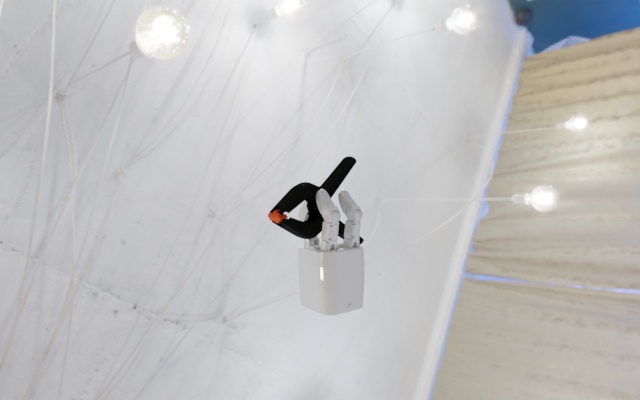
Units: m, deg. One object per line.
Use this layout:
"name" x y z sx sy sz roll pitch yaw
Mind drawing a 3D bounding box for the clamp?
"clamp" -0.001 0.003 0.818 0.210 0.164 0.036 -1 -1 -45
